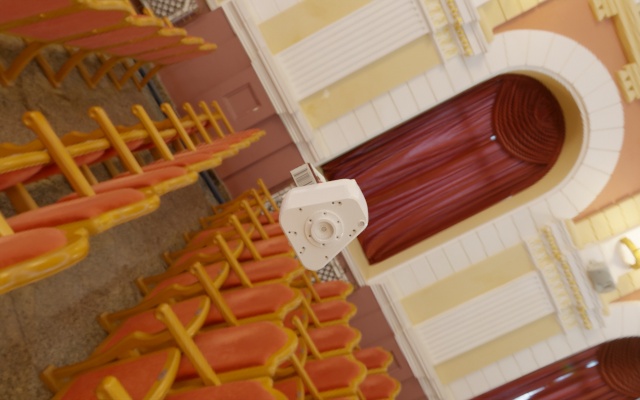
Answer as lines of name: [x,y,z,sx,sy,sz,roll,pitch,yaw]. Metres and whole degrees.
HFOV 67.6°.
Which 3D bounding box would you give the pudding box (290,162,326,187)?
pudding box: [0.000,0.002,0.774,0.039,0.113,0.090,-26,-17,8]
